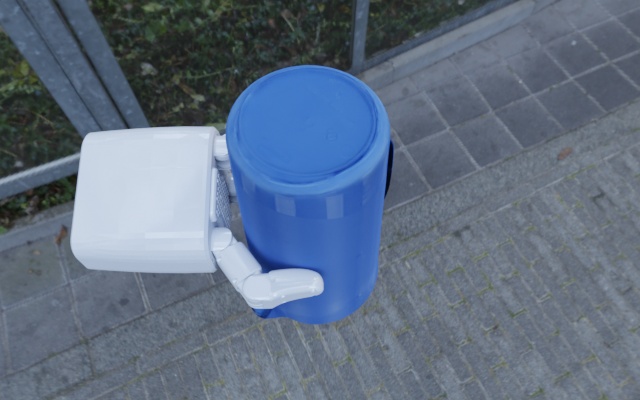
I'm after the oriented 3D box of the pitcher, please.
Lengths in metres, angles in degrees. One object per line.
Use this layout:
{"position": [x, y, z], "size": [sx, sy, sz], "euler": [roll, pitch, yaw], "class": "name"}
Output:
{"position": [0.000, 0.001, 0.411], "size": [0.145, 0.149, 0.243], "euler": [0, -30, 0], "class": "pitcher"}
